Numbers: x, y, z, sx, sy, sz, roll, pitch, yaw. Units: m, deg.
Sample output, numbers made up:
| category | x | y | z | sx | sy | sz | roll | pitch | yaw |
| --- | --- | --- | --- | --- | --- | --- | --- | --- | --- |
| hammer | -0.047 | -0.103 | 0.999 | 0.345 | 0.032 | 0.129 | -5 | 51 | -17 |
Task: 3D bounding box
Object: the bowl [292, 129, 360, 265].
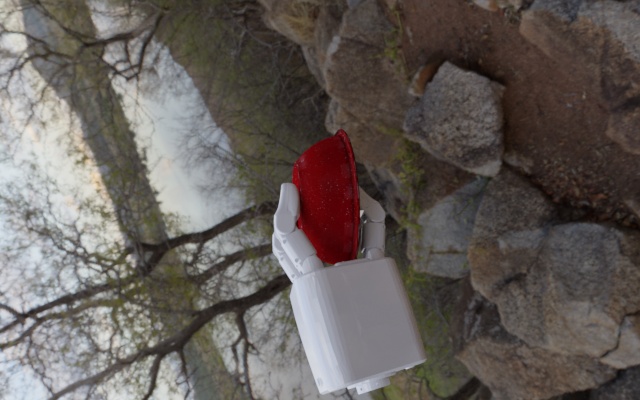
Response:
| category | x | y | z | sx | sy | sz | roll | pitch | yaw |
| --- | --- | --- | --- | --- | --- | --- | --- | --- | --- |
| bowl | -0.001 | 0.001 | 0.537 | 0.055 | 0.162 | 0.162 | -3 | 0 | -8 |
